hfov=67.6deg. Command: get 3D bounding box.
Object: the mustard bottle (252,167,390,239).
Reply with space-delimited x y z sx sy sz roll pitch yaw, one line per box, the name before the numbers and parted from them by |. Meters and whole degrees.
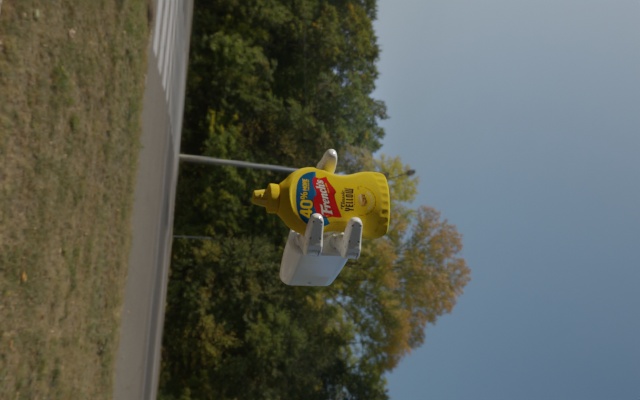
mustard bottle | 0.000 0.002 0.677 0.191 0.096 0.058 4 -14 -14
